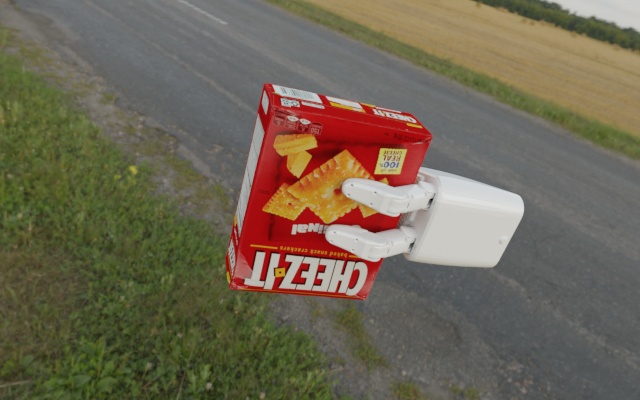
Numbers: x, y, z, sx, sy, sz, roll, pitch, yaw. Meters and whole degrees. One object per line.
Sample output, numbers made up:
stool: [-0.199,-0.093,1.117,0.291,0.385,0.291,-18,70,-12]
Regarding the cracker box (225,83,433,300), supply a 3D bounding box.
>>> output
cracker box: [0.000,0.001,0.506,0.164,0.214,0.072,8,28,-17]
